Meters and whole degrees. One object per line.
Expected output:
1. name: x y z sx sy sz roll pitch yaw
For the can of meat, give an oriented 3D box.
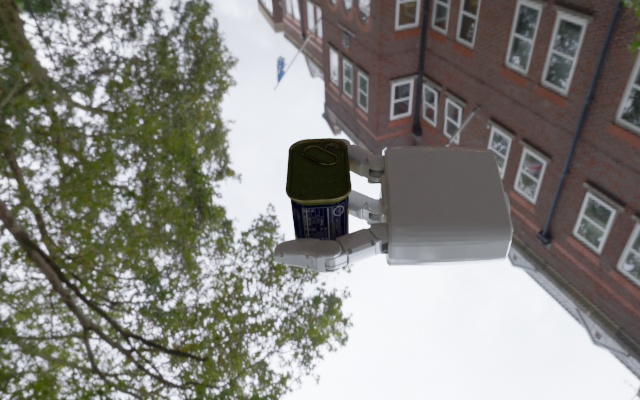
1. can of meat: 0.000 0.002 0.459 0.057 0.084 0.102 -3 38 1
